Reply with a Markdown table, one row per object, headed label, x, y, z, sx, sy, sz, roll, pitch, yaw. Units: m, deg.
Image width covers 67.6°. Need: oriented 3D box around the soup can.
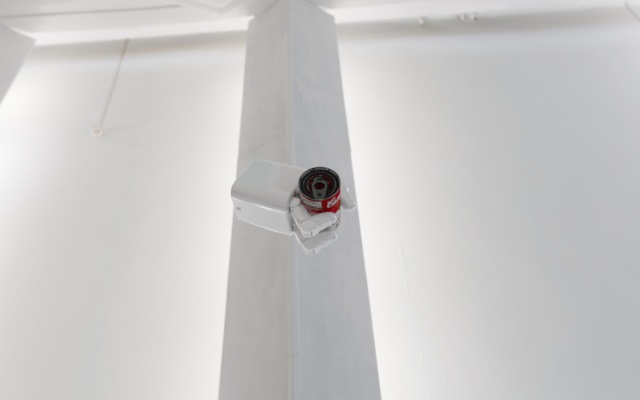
| label | x | y | z | sx | sy | sz | roll | pitch | yaw |
| --- | --- | --- | --- | --- | --- | --- | --- | --- | --- |
| soup can | 0.001 | 0.003 | 0.792 | 0.068 | 0.068 | 0.102 | 0 | -37 | 3 |
